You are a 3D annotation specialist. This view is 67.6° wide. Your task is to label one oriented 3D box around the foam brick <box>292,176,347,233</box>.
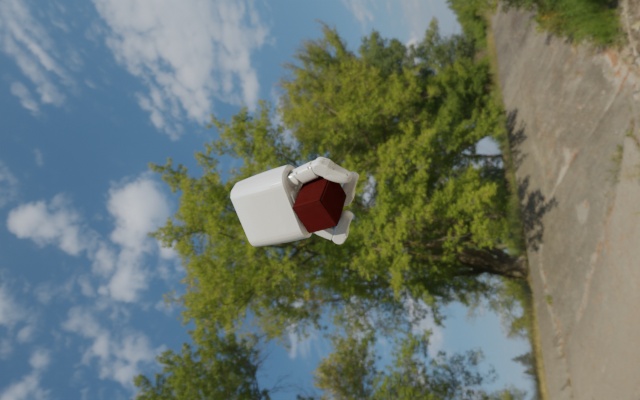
[{"bbox_3d":[0.000,0.002,0.723,0.051,0.053,0.078,-17,30,27],"label":"foam brick"}]
